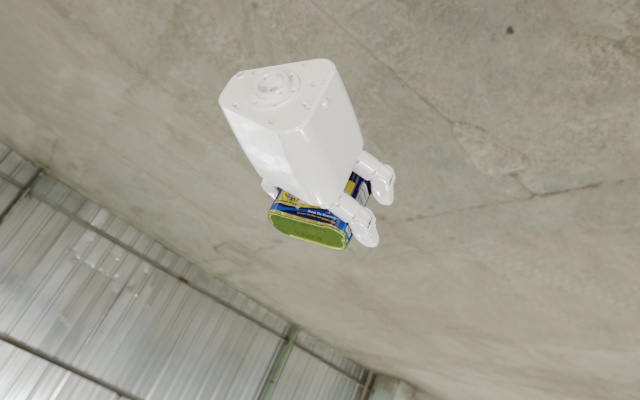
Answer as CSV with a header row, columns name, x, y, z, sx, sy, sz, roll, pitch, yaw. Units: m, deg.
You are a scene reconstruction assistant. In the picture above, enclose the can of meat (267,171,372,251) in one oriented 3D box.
name,x,y,z,sx,sy,sz,roll,pitch,yaw
can of meat,0.000,0.002,0.546,0.102,0.084,0.057,13,-29,23
